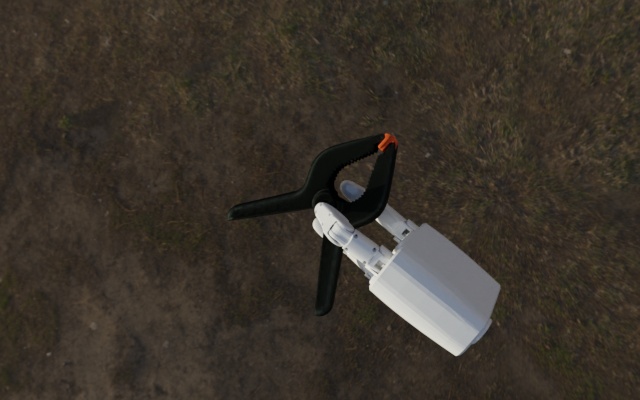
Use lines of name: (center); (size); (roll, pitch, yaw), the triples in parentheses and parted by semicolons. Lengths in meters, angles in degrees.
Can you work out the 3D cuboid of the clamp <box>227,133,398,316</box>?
clamp: (0.000, 0.002, 0.530); (0.164, 0.210, 0.036); (38, 13, 11)
